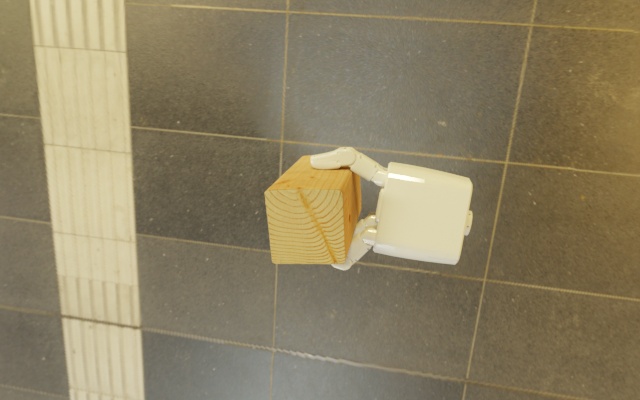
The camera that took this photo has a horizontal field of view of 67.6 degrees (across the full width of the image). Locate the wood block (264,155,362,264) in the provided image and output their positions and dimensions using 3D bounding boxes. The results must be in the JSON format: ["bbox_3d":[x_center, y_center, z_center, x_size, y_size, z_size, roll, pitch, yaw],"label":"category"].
[{"bbox_3d":[0.000,0.002,0.634,0.090,0.091,0.206,-1,16,10],"label":"wood block"}]
